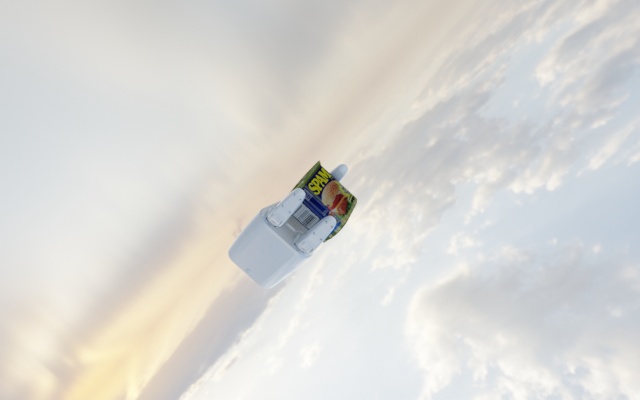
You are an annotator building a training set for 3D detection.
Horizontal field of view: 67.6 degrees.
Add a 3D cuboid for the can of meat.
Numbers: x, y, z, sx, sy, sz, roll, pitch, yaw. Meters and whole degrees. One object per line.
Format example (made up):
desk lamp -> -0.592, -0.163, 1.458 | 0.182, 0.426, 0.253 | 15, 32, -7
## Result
can of meat -> 0.000, 0.002, 0.683 | 0.057, 0.084, 0.102 | -44, 6, 31
